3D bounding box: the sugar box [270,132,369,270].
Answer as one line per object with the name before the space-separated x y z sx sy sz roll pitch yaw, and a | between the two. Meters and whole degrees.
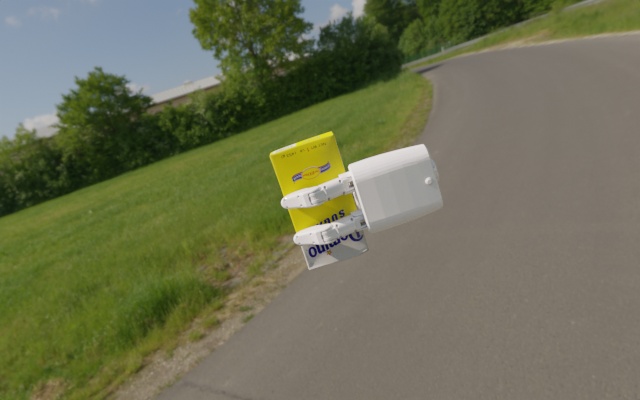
sugar box | 0.000 0.002 0.671 0.093 0.176 0.048 -18 13 2
